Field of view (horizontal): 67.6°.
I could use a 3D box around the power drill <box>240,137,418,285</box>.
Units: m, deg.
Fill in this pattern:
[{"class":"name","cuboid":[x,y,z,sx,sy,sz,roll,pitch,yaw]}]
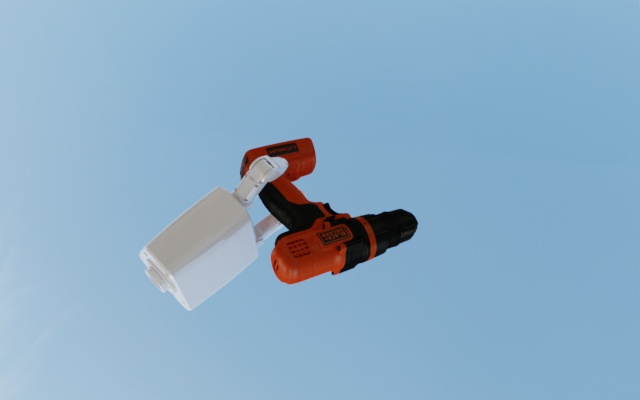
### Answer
[{"class":"power drill","cuboid":[0.000,0.002,0.570,0.184,0.057,0.187,-15,48,-28]}]
